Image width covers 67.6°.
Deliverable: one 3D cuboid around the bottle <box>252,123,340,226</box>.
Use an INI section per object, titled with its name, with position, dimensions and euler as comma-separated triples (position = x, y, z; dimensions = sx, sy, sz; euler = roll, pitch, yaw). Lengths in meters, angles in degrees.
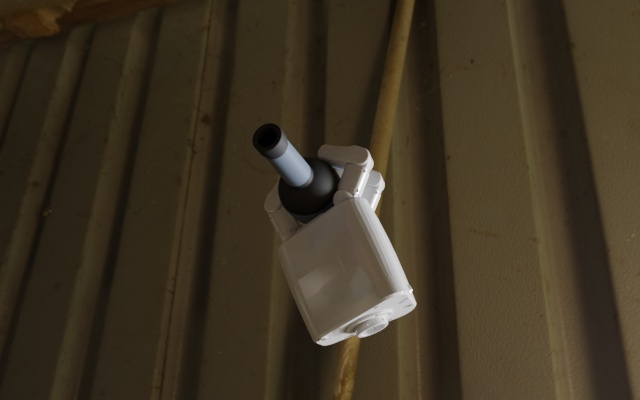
[bottle]
position = 0.000, 0.002, 0.531
dimensions = 0.069, 0.069, 0.296
euler = 0, -22, 19
